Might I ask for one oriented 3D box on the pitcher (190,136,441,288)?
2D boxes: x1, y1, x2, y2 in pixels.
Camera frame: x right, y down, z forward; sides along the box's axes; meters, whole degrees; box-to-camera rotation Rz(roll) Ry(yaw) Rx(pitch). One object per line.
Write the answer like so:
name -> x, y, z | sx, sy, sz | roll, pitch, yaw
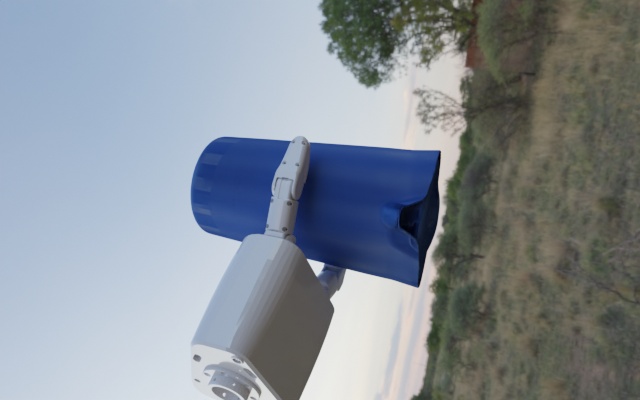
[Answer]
pitcher -> 0.000, 0.002, 0.500 | 0.243, 0.145, 0.149 | 9, -42, 16
